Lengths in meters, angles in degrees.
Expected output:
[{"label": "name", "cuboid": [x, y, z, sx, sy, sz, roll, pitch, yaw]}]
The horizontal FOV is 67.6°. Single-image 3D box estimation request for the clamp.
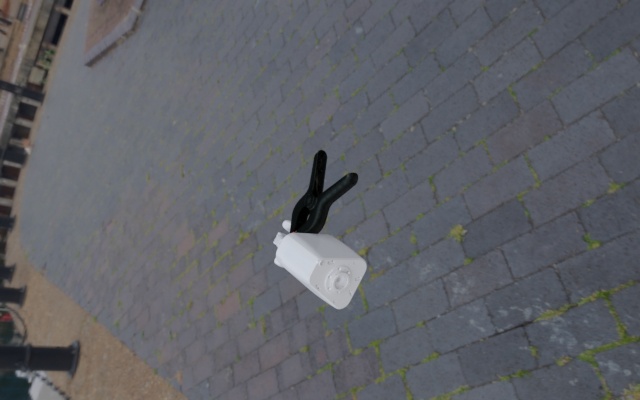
[{"label": "clamp", "cuboid": [0.000, 0.003, 0.832, 0.039, 0.171, 0.120, 18, 6, -33]}]
